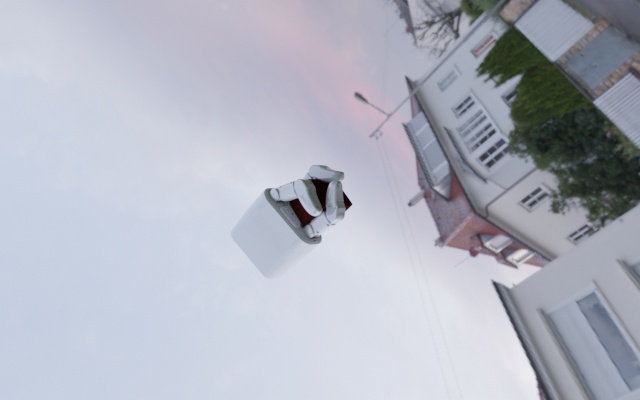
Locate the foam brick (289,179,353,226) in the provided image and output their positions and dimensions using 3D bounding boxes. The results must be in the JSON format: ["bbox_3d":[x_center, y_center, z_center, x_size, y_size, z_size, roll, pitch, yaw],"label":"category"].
[{"bbox_3d":[0.000,0.002,0.746,0.051,0.053,0.078,-45,-25,27],"label":"foam brick"}]
